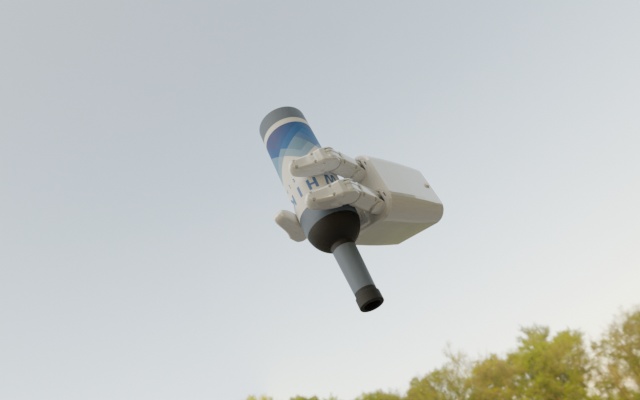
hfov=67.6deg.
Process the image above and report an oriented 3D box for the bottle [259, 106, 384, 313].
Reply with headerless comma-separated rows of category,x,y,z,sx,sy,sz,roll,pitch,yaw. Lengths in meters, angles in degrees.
bottle,0.000,0.002,0.577,0.069,0.295,0.069,-17,-37,-13
